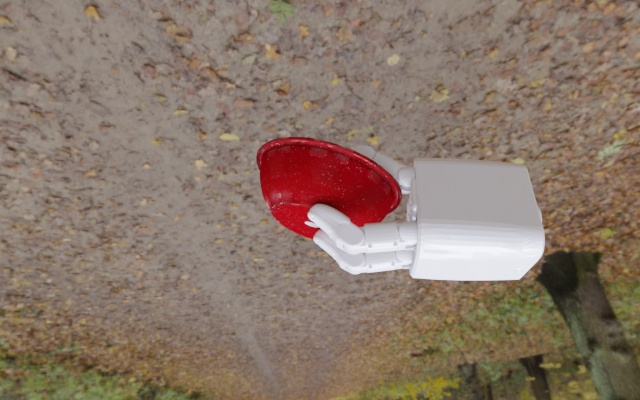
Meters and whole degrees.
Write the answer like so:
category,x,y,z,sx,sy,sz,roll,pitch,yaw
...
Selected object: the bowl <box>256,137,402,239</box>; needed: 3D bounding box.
category,x,y,z,sx,sy,sz,roll,pitch,yaw
bowl,-0.001,0.002,0.501,0.162,0.055,0.162,16,-23,7
